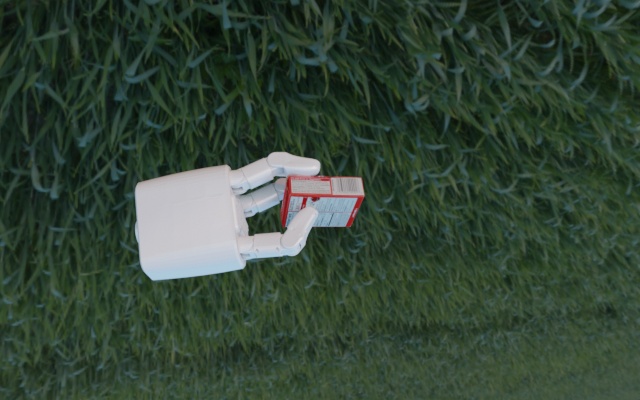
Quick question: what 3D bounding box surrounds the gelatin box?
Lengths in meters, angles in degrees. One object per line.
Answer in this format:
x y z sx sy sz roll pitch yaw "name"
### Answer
0.000 0.002 0.565 0.089 0.030 0.073 1 -32 -10 "gelatin box"
